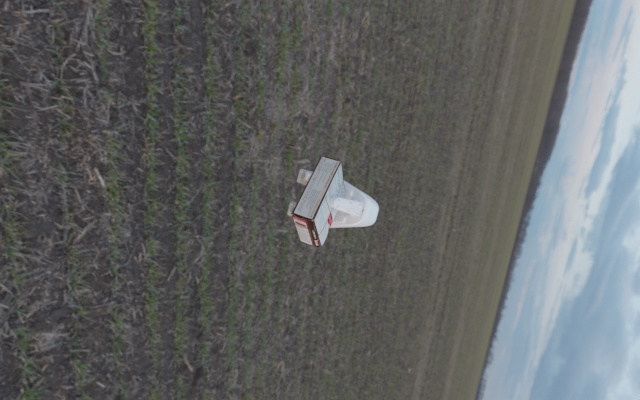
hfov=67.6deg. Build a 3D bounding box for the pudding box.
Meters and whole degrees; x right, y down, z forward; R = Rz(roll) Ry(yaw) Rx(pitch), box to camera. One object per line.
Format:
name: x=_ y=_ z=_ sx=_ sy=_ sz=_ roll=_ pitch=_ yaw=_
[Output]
pudding box: x=0.000 y=0.002 z=0.731 sx=0.039 sy=0.113 sz=0.090 roll=15 pitch=-29 yaw=18
